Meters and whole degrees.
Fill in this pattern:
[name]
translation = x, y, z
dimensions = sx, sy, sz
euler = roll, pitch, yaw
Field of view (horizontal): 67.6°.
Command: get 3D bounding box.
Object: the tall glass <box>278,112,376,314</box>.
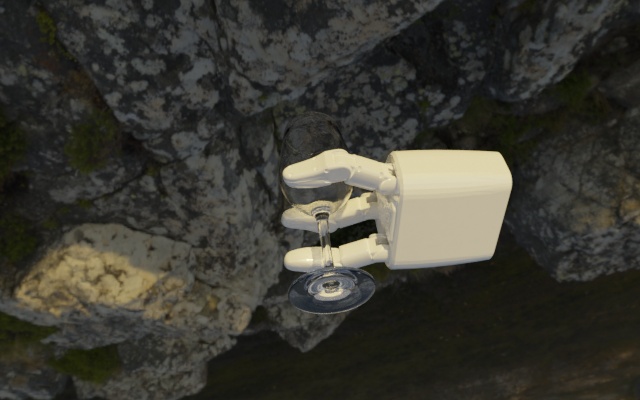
[tall glass]
translation = 0.000, 0.002, 0.461
dimensions = 0.079, 0.200, 0.079
euler = -5, -40, -4
